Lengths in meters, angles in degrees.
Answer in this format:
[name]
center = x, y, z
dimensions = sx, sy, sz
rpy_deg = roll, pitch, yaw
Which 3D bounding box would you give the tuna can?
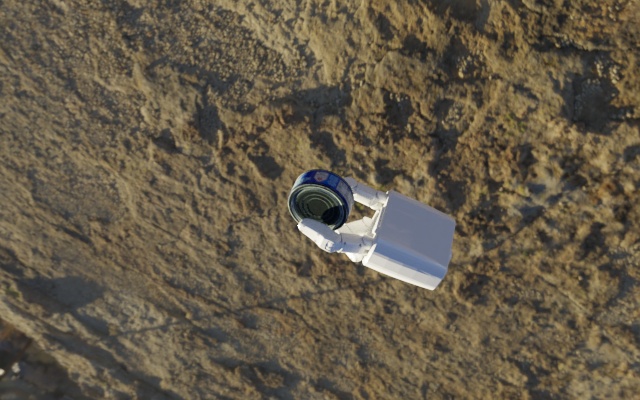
[tuna can]
center = 0.000, 0.002, 0.643
dimensions = 0.086, 0.086, 0.033
rpy_deg = 0, 37, 21
